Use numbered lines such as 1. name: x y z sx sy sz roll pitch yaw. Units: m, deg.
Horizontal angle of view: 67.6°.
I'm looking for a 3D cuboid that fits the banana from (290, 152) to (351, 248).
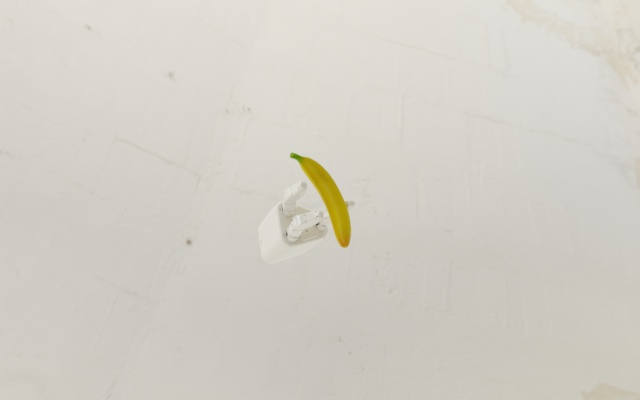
1. banana: 0.011 -0.005 0.880 0.069 0.197 0.037 -22 -13 -44
